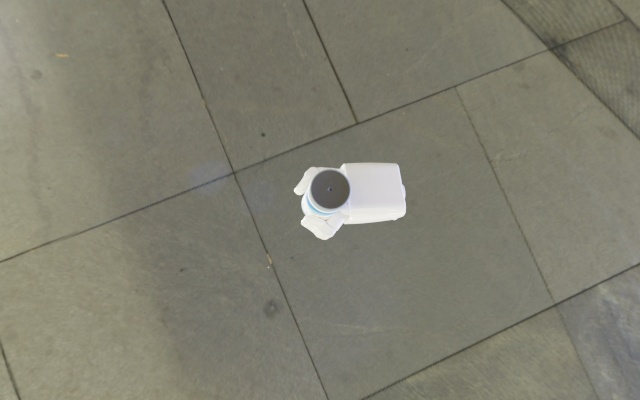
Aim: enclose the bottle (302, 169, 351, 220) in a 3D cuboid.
[{"bbox_3d":[0.000,0.003,0.895,0.069,0.069,0.296,0,-8,-6],"label":"bottle"}]
